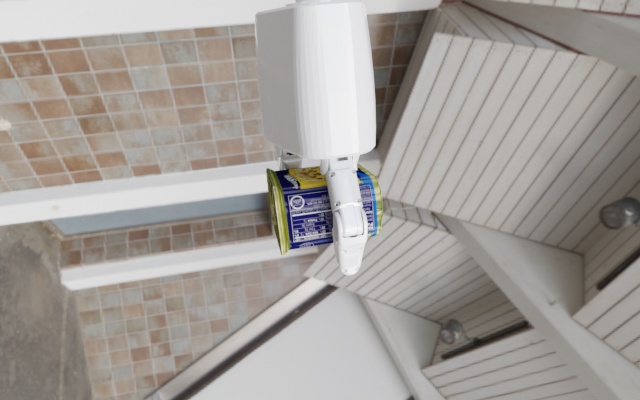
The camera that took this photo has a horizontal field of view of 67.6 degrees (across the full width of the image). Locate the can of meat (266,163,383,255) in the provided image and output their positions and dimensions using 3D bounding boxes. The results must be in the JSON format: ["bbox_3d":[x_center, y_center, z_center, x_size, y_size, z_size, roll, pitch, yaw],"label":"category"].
[{"bbox_3d":[0.000,0.001,0.413,0.084,0.057,0.102,-8,17,-8],"label":"can of meat"}]
